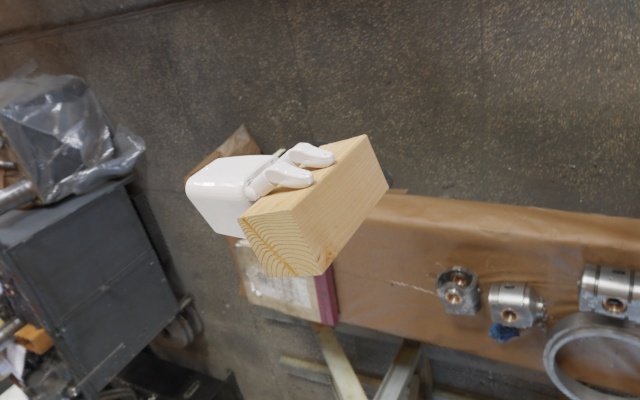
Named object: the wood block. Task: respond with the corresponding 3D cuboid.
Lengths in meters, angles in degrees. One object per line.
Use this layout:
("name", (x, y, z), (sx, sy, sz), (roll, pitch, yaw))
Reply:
("wood block", (0.000, 0.002, 0.629), (0.090, 0.091, 0.206), (-10, 24, 37))
